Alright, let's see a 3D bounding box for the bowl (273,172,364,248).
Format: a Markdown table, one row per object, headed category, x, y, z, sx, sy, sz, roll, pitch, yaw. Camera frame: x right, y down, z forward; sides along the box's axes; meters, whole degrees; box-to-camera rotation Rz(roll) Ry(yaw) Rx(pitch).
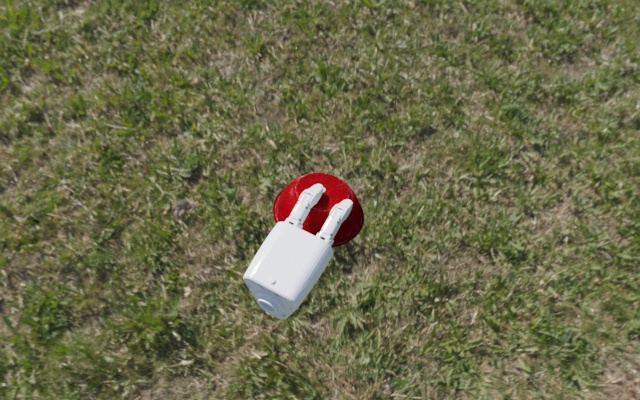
| category | x | y | z | sx | sy | sz | roll | pitch | yaw |
| --- | --- | --- | --- | --- | --- | --- | --- | --- | --- |
| bowl | 0.000 | 0.001 | 0.817 | 0.162 | 0.162 | 0.055 | 0 | -44 | -10 |
